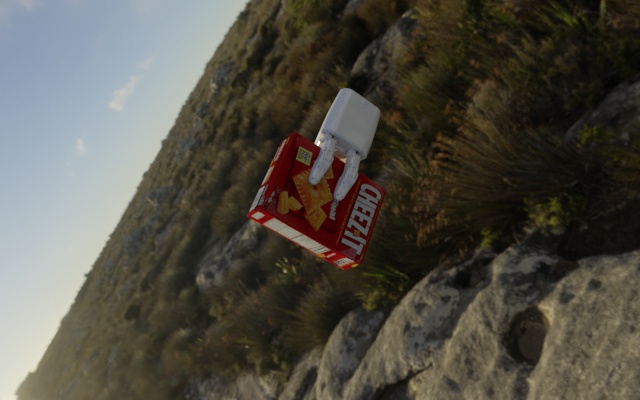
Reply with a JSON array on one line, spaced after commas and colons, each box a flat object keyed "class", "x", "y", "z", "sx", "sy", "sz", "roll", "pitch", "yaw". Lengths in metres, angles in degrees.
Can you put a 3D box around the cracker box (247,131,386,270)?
[{"class": "cracker box", "x": 0.000, "y": 0.003, "z": 0.862, "sx": 0.214, "sy": 0.164, "sz": 0.072, "roll": 31, "pitch": -26, "yaw": -19}]
